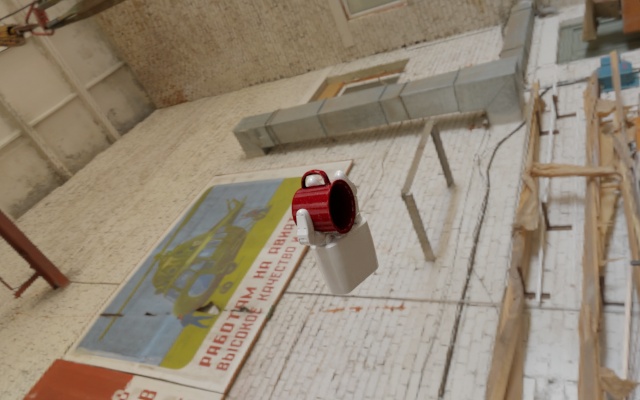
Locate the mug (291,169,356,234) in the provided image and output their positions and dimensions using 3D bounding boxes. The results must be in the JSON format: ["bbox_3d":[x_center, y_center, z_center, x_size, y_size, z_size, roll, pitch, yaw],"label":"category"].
[{"bbox_3d":[-0.001,0.001,0.821,0.081,0.117,0.093,-6,23,33],"label":"mug"}]
